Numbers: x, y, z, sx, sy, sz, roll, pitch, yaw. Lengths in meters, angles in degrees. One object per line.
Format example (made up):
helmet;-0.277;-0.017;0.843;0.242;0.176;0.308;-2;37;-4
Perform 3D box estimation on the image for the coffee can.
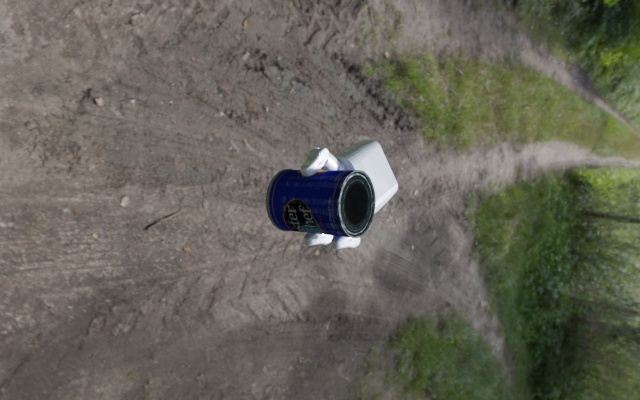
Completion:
coffee can;0.000;0.002;0.747;0.140;0.103;0.103;3;2;37
